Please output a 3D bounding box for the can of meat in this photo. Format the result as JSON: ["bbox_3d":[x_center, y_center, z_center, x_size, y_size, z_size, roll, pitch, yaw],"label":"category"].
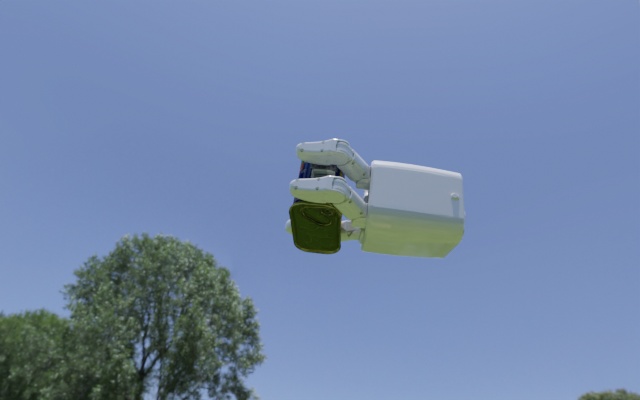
[{"bbox_3d":[0.000,0.002,0.570,0.057,0.084,0.102,5,-36,7],"label":"can of meat"}]
